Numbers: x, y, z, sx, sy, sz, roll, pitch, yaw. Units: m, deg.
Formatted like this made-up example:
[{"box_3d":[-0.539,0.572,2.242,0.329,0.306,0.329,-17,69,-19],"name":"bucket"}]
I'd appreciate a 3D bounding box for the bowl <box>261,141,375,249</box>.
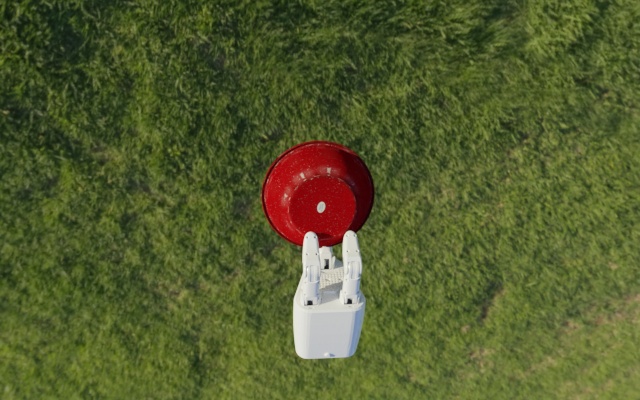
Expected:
[{"box_3d":[0.000,0.001,0.653,0.162,0.162,0.055,0,18,-6],"name":"bowl"}]
